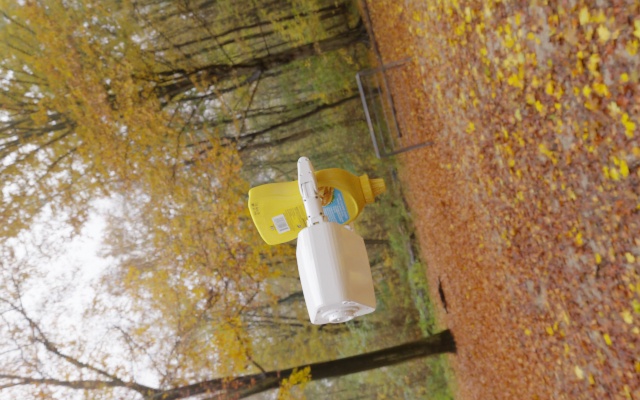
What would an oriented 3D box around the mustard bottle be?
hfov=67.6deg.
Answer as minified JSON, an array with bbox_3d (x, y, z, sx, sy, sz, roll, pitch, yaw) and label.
[{"bbox_3d":[0.000,0.002,0.689,0.191,0.096,0.058,-15,39,6],"label":"mustard bottle"}]
